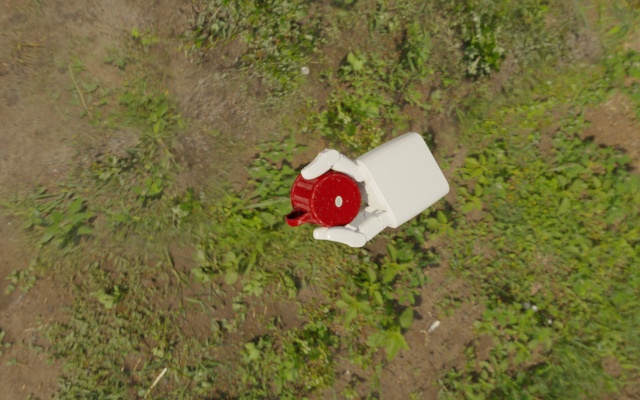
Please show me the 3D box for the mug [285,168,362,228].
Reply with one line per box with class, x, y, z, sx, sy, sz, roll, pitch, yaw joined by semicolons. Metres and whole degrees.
mug;-0.001;0.003;0.711;0.117;0.093;0.081;-31;16;-14
